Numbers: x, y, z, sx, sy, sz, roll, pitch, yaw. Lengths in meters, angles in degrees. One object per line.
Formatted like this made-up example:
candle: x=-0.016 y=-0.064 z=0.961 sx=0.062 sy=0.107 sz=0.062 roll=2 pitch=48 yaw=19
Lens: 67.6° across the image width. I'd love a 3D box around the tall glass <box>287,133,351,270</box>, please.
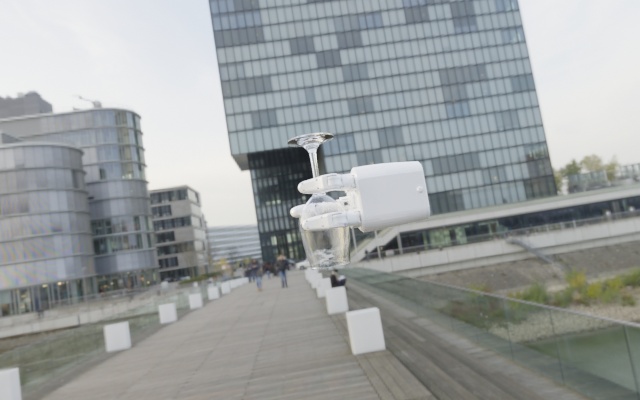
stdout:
tall glass: x=0.000 y=0.002 z=0.736 sx=0.079 sy=0.201 sz=0.079 roll=-9 pitch=-5 yaw=-1
